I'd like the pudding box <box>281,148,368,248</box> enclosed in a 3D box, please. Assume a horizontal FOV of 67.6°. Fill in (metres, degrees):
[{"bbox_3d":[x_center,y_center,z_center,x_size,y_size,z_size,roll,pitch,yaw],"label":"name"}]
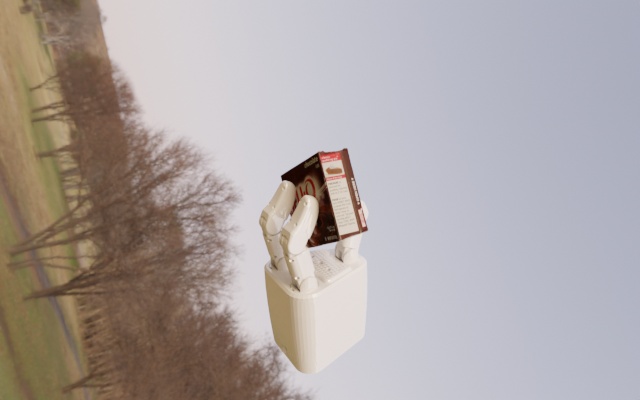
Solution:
[{"bbox_3d":[0.000,0.002,0.510,0.039,0.090,0.113,-13,-4,-28],"label":"pudding box"}]
